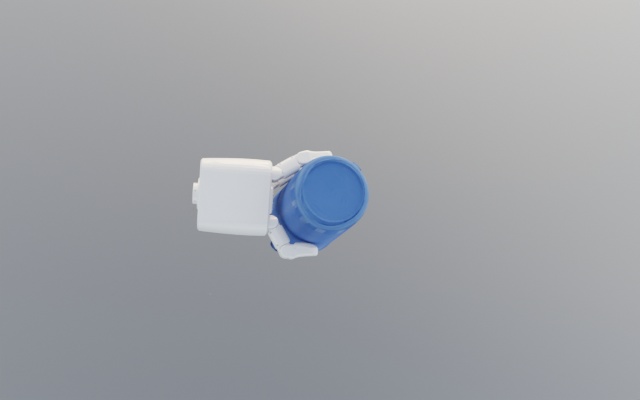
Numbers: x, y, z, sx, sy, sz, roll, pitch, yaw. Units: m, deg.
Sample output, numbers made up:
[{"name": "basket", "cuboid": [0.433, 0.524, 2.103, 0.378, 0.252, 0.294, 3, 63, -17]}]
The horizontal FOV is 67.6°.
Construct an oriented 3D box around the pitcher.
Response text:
[{"name": "pitcher", "cuboid": [0.000, 0.003, 0.770, 0.145, 0.149, 0.243, 3, -11, -12]}]
